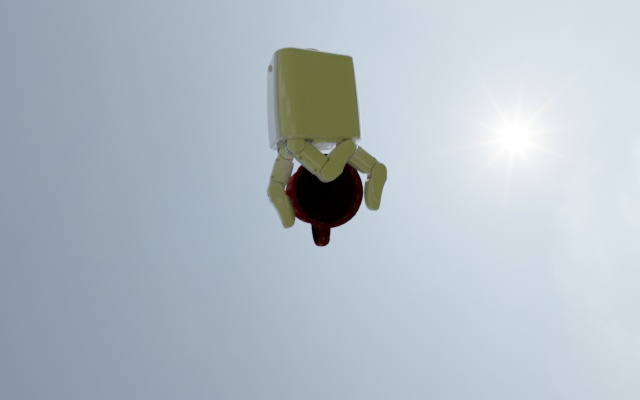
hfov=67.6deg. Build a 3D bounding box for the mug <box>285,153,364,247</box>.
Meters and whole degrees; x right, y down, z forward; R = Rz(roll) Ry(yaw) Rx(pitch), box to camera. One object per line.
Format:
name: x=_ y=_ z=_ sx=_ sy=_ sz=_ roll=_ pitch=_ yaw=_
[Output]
mug: x=0.000 y=0.004 z=0.629 sx=0.093 sy=0.117 sz=0.081 roll=-3 pitch=-2 yaw=-15
